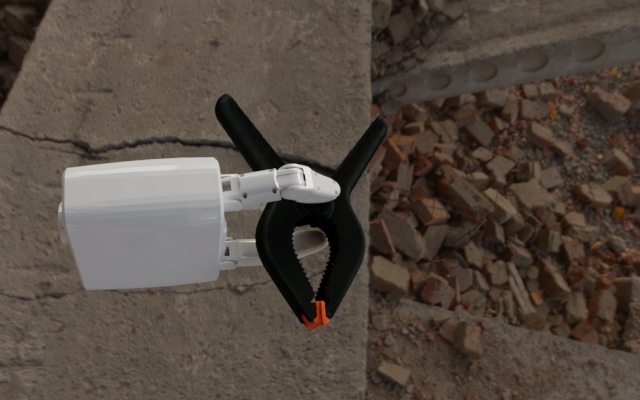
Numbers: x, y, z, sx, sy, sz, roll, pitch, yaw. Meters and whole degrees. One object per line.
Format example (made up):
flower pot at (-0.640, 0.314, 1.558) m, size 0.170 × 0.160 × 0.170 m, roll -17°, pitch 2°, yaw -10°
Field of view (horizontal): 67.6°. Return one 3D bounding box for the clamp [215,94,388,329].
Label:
clamp at (0.000, 0.002, 0.416) m, size 0.164 × 0.210 × 0.036 m, roll -3°, pitch -20°, yaw -20°
